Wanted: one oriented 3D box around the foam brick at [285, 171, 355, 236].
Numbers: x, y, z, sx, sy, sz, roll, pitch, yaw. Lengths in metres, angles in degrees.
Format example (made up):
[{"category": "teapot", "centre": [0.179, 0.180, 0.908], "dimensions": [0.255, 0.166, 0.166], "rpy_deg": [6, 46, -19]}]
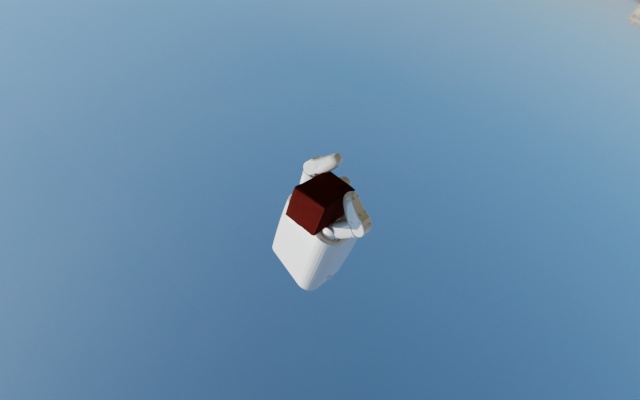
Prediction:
[{"category": "foam brick", "centre": [0.000, 0.002, 0.646], "dimensions": [0.053, 0.051, 0.078], "rpy_deg": [37, 37, 18]}]
